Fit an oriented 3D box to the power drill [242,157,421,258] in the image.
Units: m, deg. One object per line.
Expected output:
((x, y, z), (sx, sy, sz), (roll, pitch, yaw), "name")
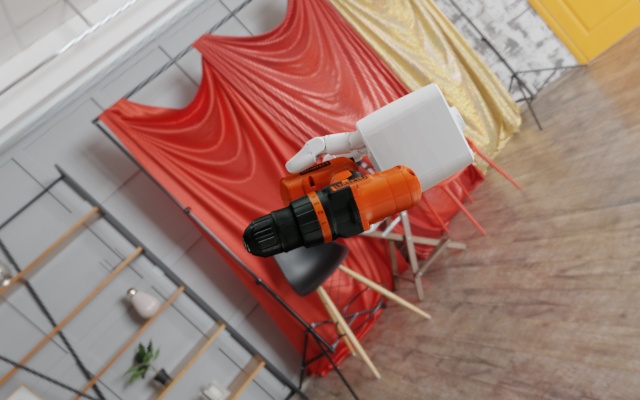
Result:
((0.000, 0.002, 0.540), (0.184, 0.057, 0.187), (-18, 14, -7), "power drill")
